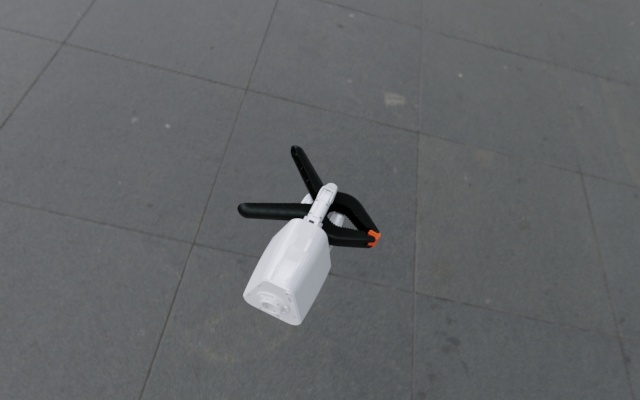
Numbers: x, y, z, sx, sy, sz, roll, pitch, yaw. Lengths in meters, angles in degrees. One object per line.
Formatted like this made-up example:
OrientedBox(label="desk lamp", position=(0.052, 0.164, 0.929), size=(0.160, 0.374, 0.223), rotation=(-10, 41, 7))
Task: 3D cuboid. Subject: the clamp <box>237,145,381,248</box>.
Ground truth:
OrientedBox(label="clamp", position=(0.001, 0.002, 0.743), size=(0.210, 0.164, 0.036), rotation=(25, -36, 5))
